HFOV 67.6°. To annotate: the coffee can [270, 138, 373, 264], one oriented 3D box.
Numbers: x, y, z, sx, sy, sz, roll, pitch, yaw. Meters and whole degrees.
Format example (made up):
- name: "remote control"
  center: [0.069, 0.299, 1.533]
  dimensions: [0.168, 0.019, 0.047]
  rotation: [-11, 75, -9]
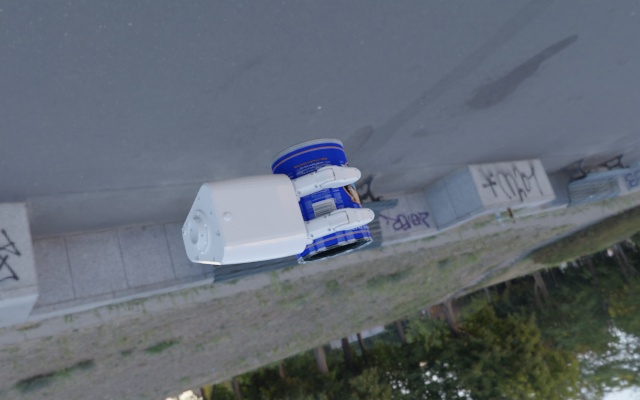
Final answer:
- name: "coffee can"
  center: [0.000, 0.002, 0.635]
  dimensions: [0.103, 0.140, 0.103]
  rotation: [-16, -13, -4]
